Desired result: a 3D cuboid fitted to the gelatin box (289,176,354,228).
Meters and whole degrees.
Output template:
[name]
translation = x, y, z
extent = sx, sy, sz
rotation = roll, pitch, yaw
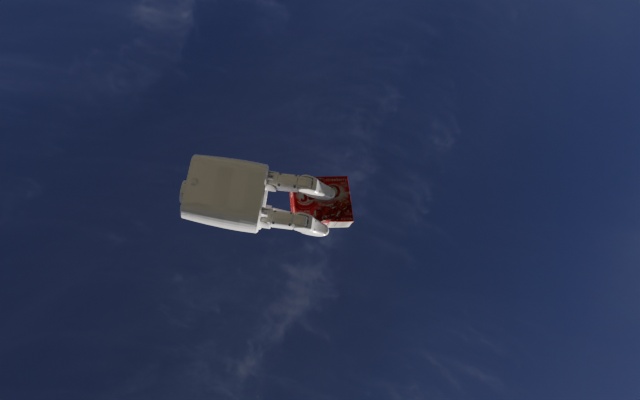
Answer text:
[gelatin box]
translation = 0.000, 0.002, 0.706
extent = 0.089, 0.073, 0.030
rotation = -1, -20, -16
